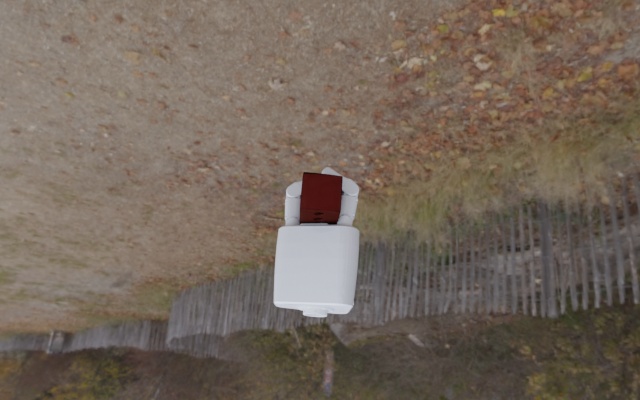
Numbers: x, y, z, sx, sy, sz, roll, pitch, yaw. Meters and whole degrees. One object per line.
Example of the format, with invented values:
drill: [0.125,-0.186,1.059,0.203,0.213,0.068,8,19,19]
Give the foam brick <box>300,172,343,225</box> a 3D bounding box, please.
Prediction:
foam brick: [0.000,0.002,0.638,0.053,0.051,0.078,5,-20,0]
